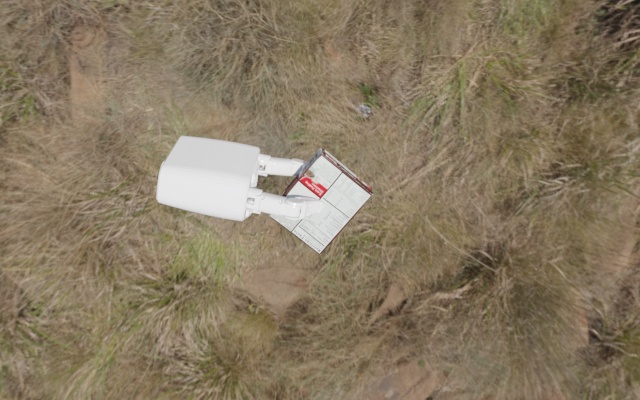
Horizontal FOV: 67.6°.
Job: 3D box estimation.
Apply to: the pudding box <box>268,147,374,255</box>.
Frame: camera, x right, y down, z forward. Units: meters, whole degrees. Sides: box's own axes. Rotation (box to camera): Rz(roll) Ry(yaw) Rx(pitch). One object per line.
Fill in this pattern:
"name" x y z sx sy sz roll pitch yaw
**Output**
"pudding box" 0.000 0.002 0.629 0.090 0.113 0.039 38 14 -11
